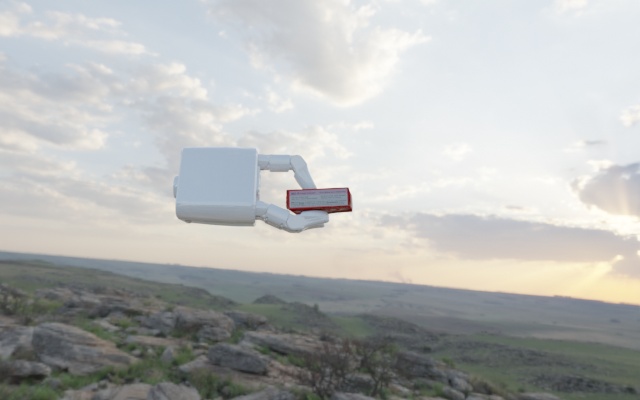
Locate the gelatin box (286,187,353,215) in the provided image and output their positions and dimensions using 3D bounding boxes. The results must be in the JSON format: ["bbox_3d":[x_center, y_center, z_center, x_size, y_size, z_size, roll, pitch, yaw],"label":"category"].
[{"bbox_3d":[0.000,0.002,0.683,0.089,0.030,0.073,-3,-8,6],"label":"gelatin box"}]
